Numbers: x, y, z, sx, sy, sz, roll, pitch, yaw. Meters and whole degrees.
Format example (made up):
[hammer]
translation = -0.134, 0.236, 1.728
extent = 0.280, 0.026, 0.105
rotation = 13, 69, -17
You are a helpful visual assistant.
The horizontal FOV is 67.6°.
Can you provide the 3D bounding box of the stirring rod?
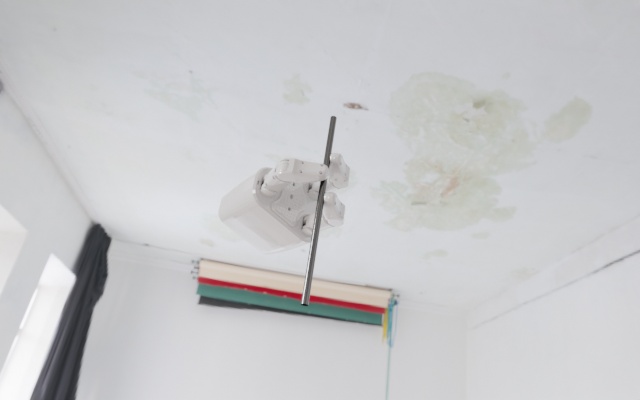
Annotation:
[stirring rod]
translation = 0.000, 0.002, 0.546
extent = 0.011, 0.239, 0.011
rotation = 7, -27, 4
